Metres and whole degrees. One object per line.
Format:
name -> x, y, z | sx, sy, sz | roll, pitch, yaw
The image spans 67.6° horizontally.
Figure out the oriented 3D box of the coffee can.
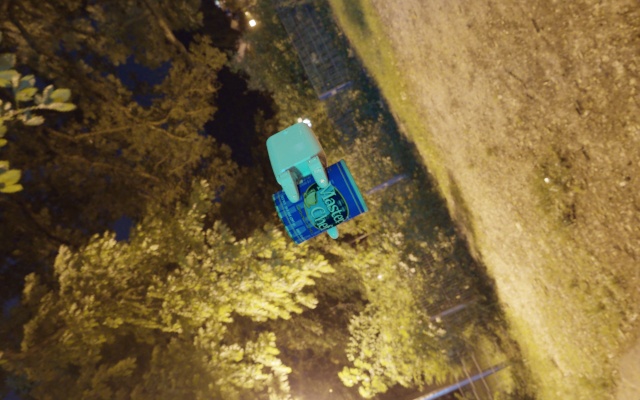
coffee can -> 0.000, 0.003, 0.844 | 0.140, 0.103, 0.103 | -26, -2, 4
